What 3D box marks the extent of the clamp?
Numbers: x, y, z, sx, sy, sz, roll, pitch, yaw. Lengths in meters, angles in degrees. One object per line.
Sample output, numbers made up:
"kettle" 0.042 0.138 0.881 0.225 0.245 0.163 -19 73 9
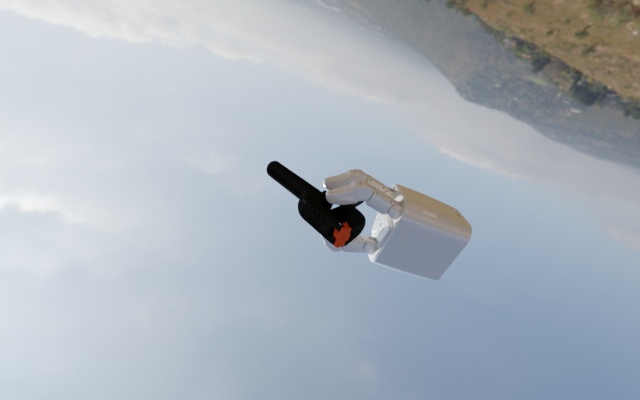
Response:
"clamp" 0.000 0.003 0.665 0.164 0.036 0.210 19 18 -10
